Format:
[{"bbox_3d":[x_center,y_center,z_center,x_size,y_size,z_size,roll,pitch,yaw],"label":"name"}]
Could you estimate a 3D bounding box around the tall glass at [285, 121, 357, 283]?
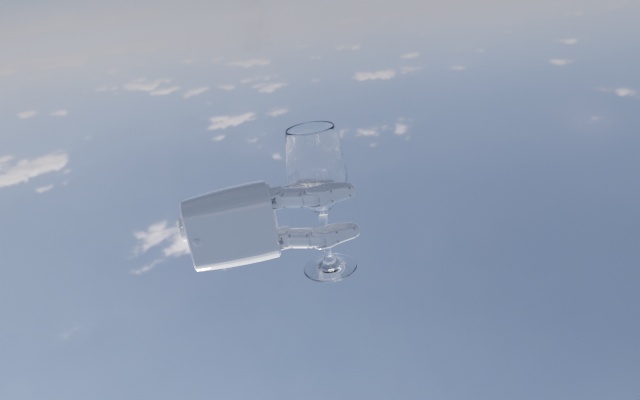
[{"bbox_3d":[0.000,0.003,0.622,0.079,0.201,0.079,-7,22,3],"label":"tall glass"}]
